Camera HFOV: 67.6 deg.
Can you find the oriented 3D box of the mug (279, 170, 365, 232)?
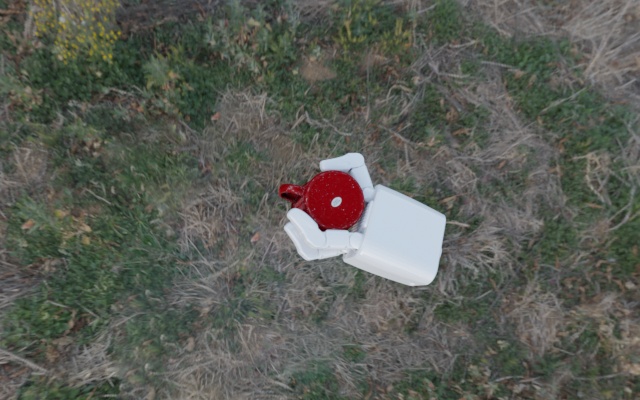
[{"bbox_3d":[-0.001,0.001,0.648,0.117,0.093,0.081,22,-15,-7],"label":"mug"}]
